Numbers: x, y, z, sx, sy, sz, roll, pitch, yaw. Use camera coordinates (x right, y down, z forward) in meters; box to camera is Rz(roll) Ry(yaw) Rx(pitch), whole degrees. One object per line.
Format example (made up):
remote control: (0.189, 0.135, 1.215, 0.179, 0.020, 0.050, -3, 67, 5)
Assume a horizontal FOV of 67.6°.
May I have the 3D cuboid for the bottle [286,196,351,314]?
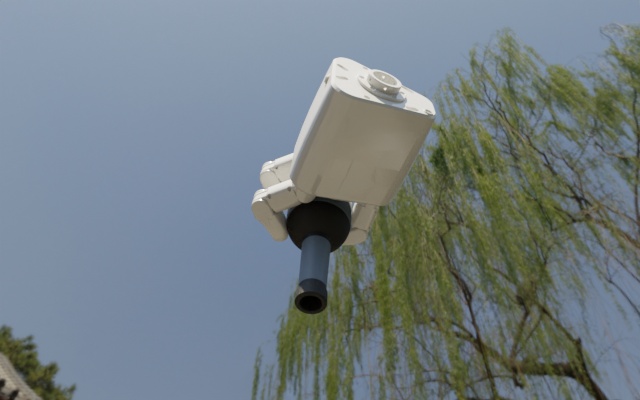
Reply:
bottle: (0.000, 0.002, 0.518, 0.069, 0.069, 0.295, 0, 35, 4)
